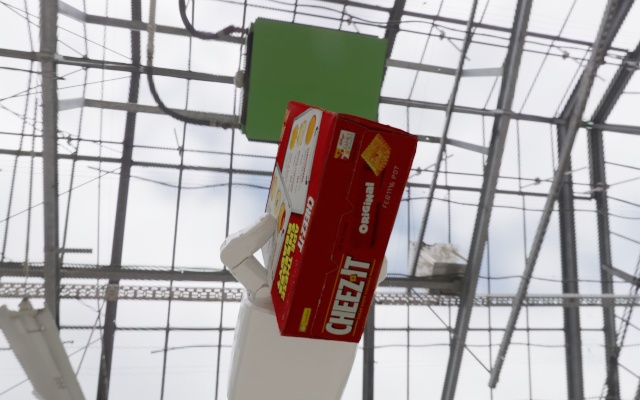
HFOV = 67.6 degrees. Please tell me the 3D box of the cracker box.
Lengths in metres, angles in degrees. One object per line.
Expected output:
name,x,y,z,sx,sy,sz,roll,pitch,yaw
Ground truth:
cracker box,0.000,0.001,0.432,0.072,0.164,0.213,11,11,-15
